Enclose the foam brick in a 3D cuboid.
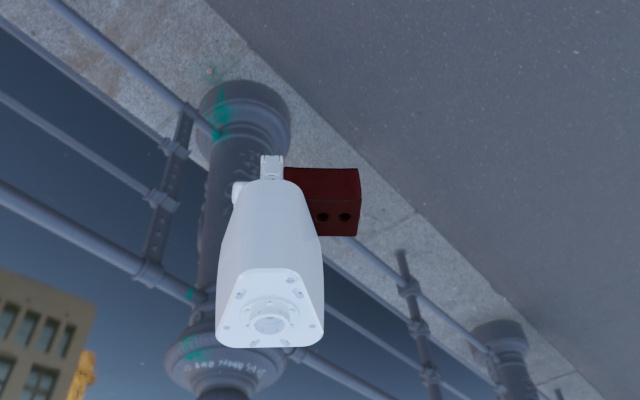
[{"bbox_3d":[0.000,0.001,0.485,0.078,0.053,0.051,0,40,-5],"label":"foam brick"}]
